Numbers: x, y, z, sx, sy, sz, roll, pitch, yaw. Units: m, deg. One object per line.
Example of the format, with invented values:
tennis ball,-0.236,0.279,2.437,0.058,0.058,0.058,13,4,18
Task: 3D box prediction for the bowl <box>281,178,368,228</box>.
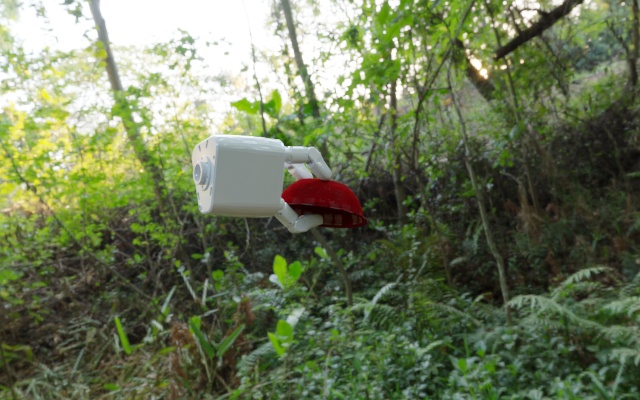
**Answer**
bowl,0.001,0.003,0.791,0.162,0.055,0.162,7,-14,2
